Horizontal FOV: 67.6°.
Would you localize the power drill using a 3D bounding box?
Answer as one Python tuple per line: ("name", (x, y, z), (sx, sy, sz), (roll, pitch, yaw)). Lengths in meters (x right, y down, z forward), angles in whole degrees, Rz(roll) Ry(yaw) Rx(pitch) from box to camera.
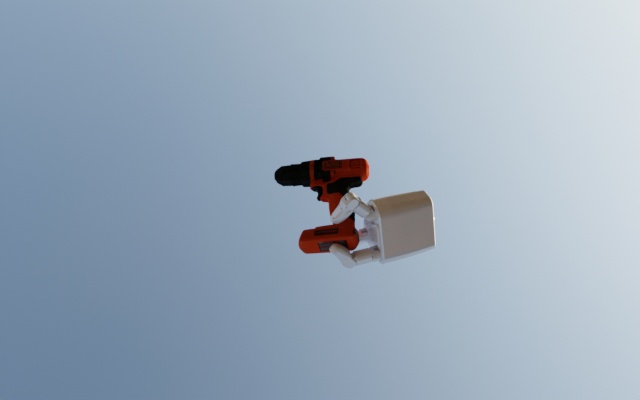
("power drill", (0.000, 0.003, 0.879), (0.184, 0.187, 0.057), (-5, -32, 10))
